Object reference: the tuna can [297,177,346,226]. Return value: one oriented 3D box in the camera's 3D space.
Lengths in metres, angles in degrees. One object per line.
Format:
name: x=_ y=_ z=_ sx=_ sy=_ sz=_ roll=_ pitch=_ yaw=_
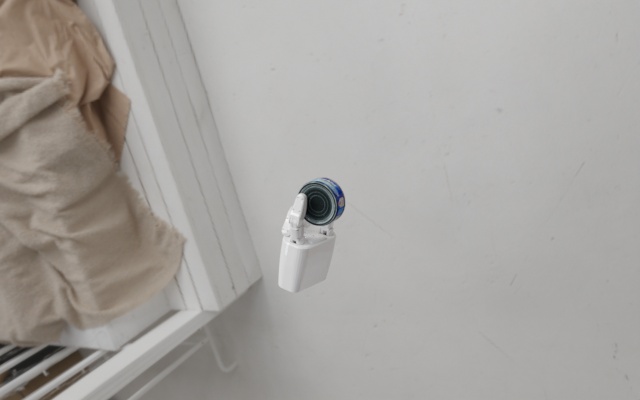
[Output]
tuna can: x=0.000 y=0.003 z=0.868 sx=0.086 sy=0.086 sz=0.033 roll=0 pitch=14 yaw=29
